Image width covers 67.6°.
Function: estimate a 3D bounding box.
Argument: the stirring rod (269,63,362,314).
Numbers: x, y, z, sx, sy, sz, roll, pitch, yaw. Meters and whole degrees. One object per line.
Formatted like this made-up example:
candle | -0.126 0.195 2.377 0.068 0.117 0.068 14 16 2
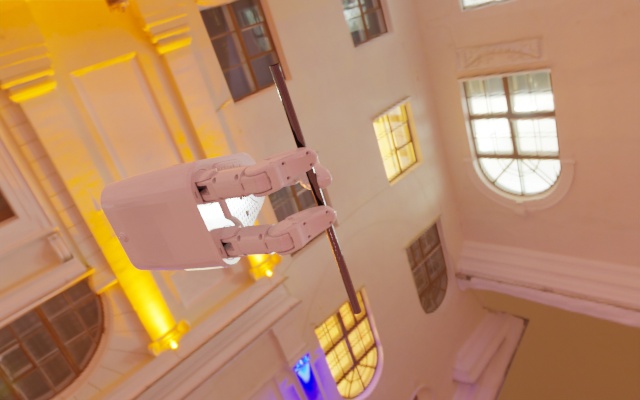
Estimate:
stirring rod | 0.000 0.001 0.412 0.011 0.240 0.011 -16 23 7
